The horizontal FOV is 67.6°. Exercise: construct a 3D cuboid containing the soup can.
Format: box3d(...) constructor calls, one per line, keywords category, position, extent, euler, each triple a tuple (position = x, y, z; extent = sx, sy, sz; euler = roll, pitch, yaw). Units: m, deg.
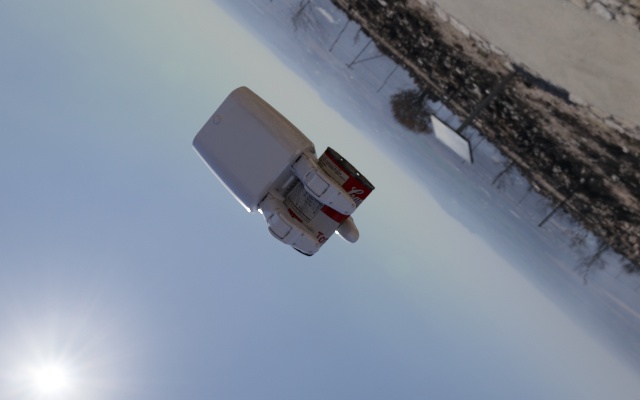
box3d(category="soup can", position=(0.000, 0.002, 0.517), extent=(0.068, 0.102, 0.068), euler=(41, 9, -8))
